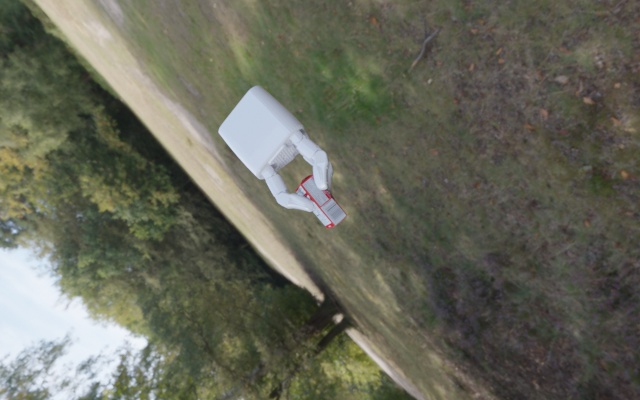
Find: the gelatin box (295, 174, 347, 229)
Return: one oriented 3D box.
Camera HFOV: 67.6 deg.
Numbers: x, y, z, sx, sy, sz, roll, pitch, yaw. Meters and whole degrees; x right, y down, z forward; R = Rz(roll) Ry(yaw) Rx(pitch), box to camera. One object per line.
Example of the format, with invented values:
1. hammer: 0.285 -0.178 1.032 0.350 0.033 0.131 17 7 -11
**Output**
1. gelatin box: 0.000 0.003 0.778 0.030 0.089 0.073 -40 0 -11
